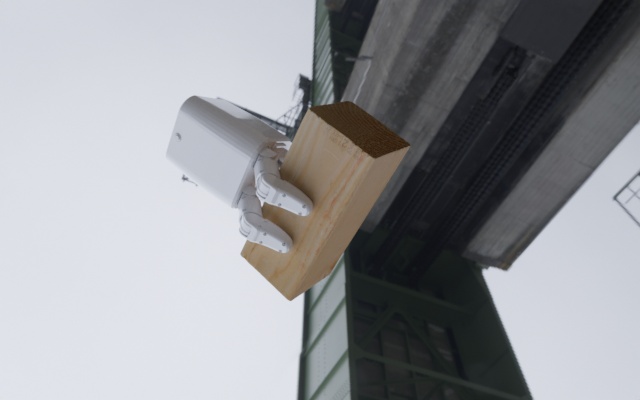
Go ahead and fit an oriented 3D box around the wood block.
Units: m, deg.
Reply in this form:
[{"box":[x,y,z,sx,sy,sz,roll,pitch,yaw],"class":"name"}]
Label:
[{"box":[0.000,0.002,0.543,0.090,0.206,0.091,40,33,17],"class":"wood block"}]
